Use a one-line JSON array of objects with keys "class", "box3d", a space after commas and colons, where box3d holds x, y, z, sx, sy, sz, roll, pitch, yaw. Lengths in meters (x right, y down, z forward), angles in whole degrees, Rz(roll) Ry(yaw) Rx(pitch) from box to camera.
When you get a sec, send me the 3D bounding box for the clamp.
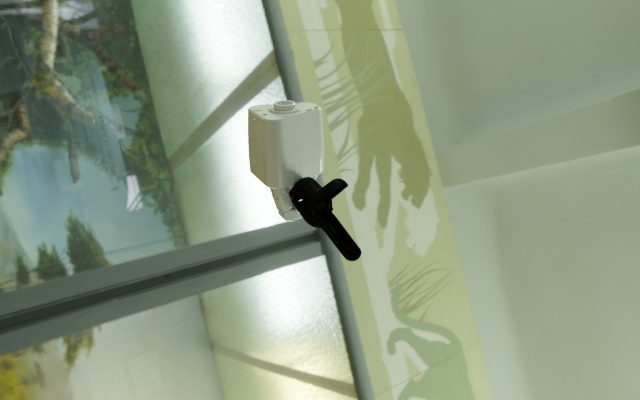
[{"class": "clamp", "box3d": [0.001, 0.002, 0.686, 0.039, 0.120, 0.171, -19, 32, -28]}]
